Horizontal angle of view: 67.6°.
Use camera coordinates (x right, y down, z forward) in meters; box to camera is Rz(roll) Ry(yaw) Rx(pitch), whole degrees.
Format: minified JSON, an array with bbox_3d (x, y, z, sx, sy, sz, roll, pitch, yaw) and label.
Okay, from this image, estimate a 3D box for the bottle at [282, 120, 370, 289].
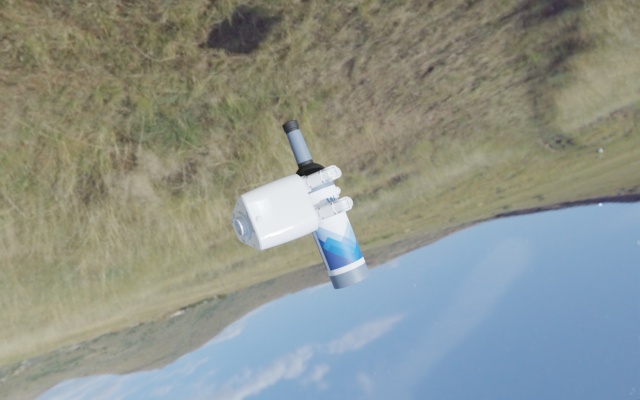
[{"bbox_3d":[0.000,0.003,0.822,0.069,0.295,0.069,-22,-1,0],"label":"bottle"}]
